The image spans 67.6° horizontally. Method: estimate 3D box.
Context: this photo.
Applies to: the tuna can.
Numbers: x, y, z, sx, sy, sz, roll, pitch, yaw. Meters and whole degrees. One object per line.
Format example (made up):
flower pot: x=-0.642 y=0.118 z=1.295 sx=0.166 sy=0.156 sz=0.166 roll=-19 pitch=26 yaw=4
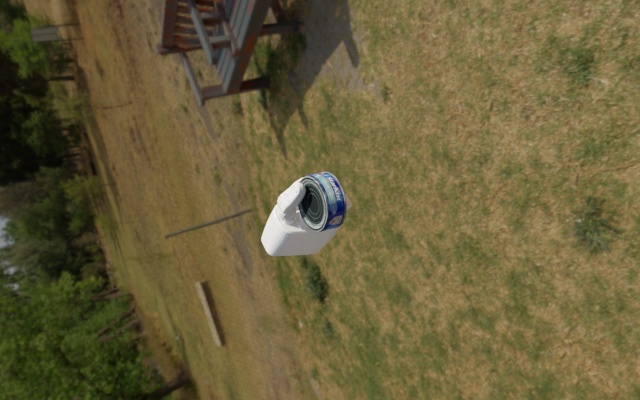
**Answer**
tuna can: x=0.000 y=0.002 z=0.704 sx=0.034 sy=0.086 sz=0.086 roll=-13 pitch=7 yaw=-31
